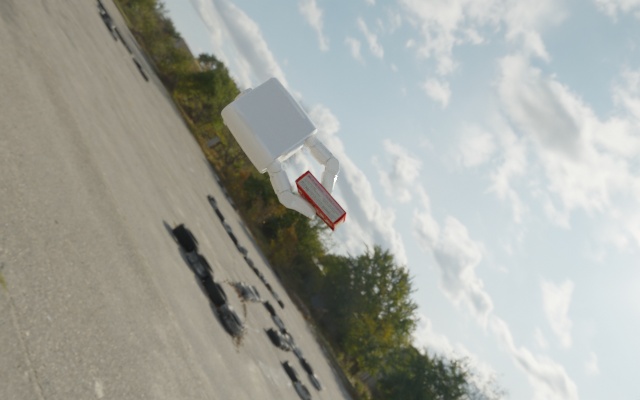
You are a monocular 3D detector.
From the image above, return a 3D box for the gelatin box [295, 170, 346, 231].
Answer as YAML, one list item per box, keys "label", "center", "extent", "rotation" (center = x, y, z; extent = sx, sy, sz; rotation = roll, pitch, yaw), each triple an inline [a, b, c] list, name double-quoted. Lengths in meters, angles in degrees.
- label: "gelatin box"
  center: [0.001, 0.002, 0.730]
  extent: [0.030, 0.089, 0.073]
  rotation: [-41, -9, -7]
